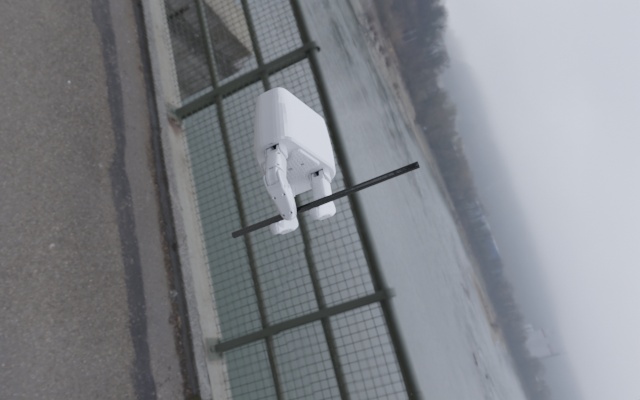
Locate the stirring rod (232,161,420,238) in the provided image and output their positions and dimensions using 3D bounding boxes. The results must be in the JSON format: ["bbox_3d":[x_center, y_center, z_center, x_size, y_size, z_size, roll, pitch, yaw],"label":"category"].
[{"bbox_3d":[0.000,0.002,0.559,0.239,0.011,0.011,-21,-6,16],"label":"stirring rod"}]
